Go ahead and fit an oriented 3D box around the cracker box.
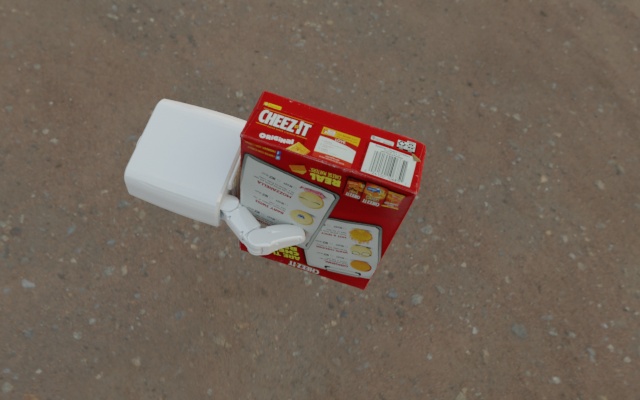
[{"bbox_3d":[0.000,0.002,0.512,0.164,0.072,0.214,18,-34,3],"label":"cracker box"}]
